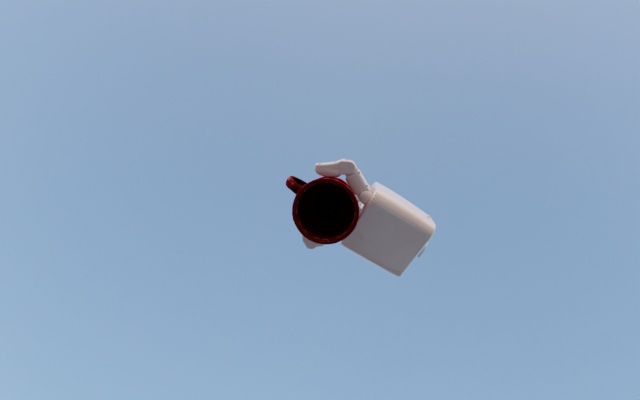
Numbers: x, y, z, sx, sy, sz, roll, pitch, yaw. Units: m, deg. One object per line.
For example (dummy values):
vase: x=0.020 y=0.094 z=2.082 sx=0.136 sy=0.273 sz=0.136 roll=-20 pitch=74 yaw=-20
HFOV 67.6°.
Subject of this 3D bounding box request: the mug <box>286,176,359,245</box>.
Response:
mug: x=-0.001 y=0.002 z=0.693 sx=0.117 sy=0.093 sz=0.081 roll=33 pitch=11 yaw=-1
